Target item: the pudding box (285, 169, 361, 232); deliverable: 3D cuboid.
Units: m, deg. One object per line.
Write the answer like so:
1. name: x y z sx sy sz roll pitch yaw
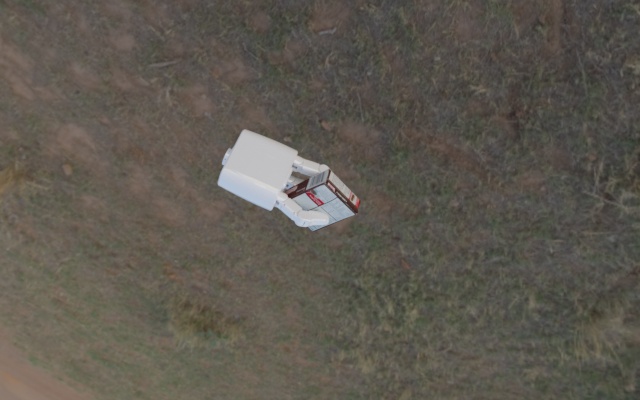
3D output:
1. pudding box: 0.000 0.003 0.848 0.113 0.039 0.090 -23 -54 39
